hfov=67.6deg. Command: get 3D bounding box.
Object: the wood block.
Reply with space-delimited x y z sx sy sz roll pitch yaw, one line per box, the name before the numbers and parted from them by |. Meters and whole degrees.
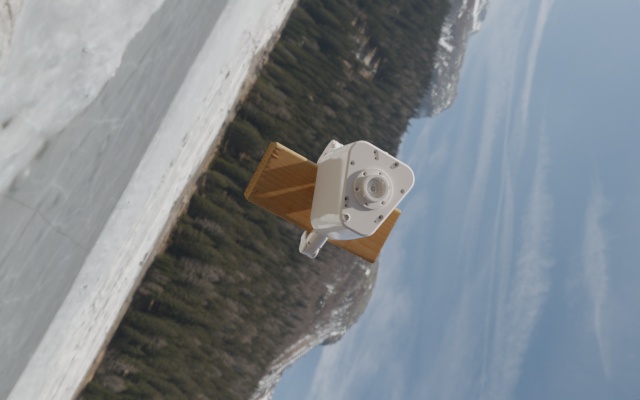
wood block | 0.000 0.003 0.710 0.206 0.091 0.090 28 0 -14
